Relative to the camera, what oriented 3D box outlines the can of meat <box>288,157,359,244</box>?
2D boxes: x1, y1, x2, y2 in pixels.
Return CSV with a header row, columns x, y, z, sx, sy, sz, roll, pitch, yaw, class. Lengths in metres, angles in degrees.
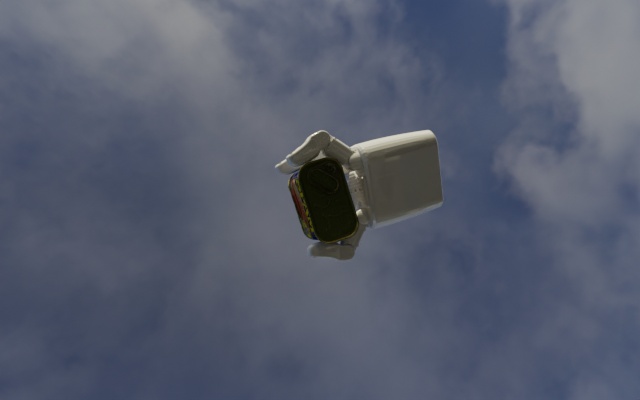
x,y,z,sx,sy,sz,roll,pitch,yaw,class
0.000,0.002,0.610,0.057,0.102,0.084,-18,1,-15,can of meat
